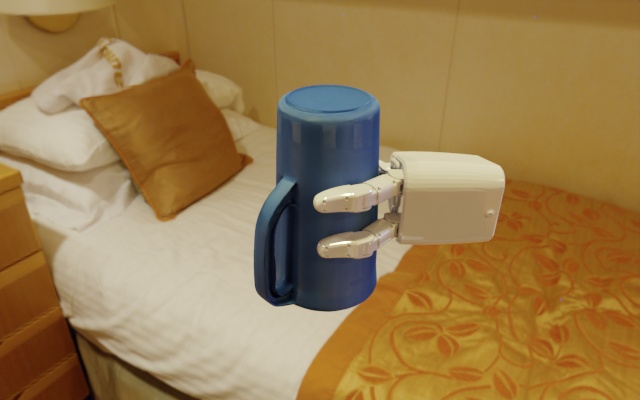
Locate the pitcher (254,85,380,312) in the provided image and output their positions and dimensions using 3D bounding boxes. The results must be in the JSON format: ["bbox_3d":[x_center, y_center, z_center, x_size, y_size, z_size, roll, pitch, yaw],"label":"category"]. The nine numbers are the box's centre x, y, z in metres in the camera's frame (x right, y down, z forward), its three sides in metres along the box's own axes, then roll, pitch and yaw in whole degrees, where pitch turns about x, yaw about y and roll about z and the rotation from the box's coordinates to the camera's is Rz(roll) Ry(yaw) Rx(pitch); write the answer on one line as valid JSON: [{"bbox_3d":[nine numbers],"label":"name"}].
[{"bbox_3d":[0.000,0.002,0.547,0.145,0.243,0.149,1,30,0],"label":"pitcher"}]
